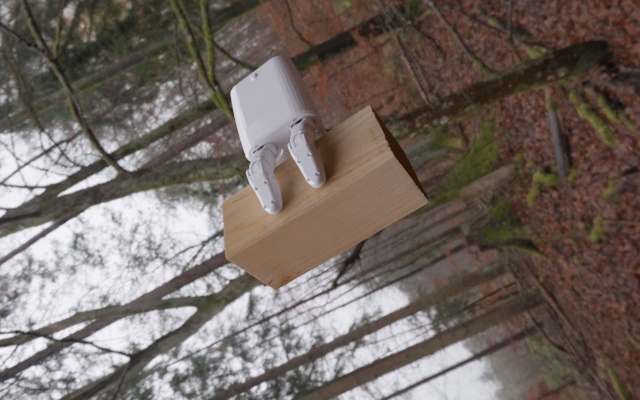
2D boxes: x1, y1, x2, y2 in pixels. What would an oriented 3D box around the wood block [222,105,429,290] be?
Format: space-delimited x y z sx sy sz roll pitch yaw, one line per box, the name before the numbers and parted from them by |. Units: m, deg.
wood block | 0.000 0.002 0.532 0.206 0.090 0.091 -32 -46 16
